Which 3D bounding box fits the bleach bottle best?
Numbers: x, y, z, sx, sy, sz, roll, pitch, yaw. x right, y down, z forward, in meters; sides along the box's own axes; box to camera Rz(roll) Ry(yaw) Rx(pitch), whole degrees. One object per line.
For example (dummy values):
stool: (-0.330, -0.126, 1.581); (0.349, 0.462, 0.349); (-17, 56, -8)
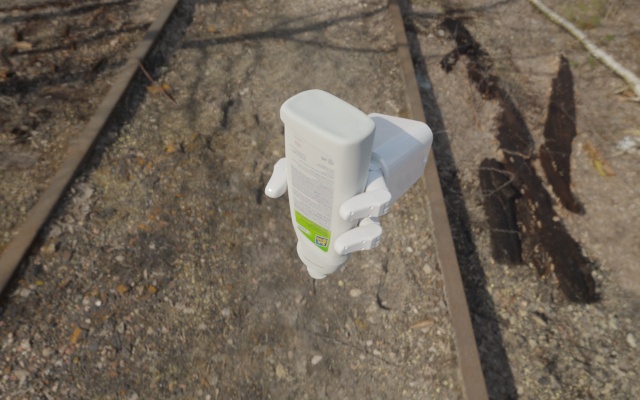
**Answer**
bleach bottle: (0.000, 0.002, 0.573); (0.102, 0.251, 0.068); (35, 51, 27)
